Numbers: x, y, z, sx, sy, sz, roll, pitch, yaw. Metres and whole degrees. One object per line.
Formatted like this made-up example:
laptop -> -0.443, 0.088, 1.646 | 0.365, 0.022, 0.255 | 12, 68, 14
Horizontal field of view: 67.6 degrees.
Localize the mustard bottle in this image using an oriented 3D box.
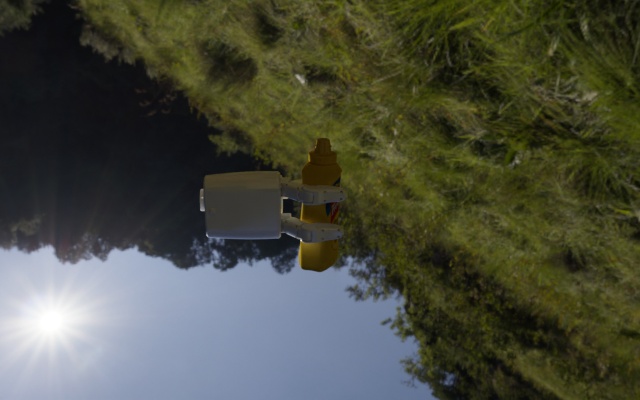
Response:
mustard bottle -> 0.000, 0.003, 0.711 | 0.058, 0.192, 0.096 | 7, 21, 15
